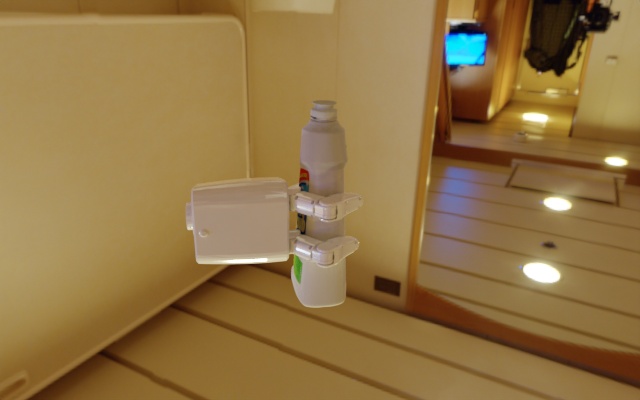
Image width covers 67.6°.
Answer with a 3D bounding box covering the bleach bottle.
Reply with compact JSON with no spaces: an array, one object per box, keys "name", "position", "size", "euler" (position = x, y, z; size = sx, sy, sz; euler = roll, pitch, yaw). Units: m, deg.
[{"name":"bleach bottle","position":[0.000,0.002,0.594],"size":[0.068,0.251,0.102],"euler":[-3,22,-10]}]
